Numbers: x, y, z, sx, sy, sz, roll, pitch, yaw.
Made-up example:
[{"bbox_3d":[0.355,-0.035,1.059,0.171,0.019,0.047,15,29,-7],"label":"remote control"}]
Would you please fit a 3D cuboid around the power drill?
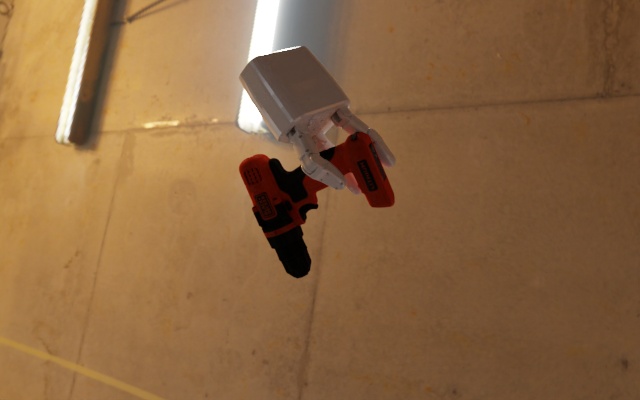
[{"bbox_3d":[0.000,0.002,0.644,0.187,0.184,0.057,-21,12,15],"label":"power drill"}]
